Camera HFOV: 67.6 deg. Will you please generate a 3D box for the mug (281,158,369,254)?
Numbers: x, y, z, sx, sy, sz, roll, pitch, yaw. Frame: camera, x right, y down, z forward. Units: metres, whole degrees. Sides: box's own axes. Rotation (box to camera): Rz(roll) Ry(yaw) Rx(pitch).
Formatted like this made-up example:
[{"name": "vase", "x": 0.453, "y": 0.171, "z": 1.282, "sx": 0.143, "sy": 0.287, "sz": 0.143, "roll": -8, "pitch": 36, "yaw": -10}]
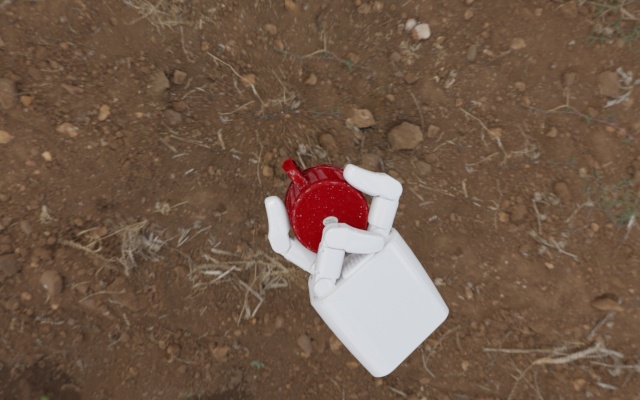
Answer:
[{"name": "mug", "x": -0.001, "y": 0.001, "z": 0.517, "sx": 0.093, "sy": 0.117, "sz": 0.081, "roll": -37, "pitch": 12, "yaw": 3}]
